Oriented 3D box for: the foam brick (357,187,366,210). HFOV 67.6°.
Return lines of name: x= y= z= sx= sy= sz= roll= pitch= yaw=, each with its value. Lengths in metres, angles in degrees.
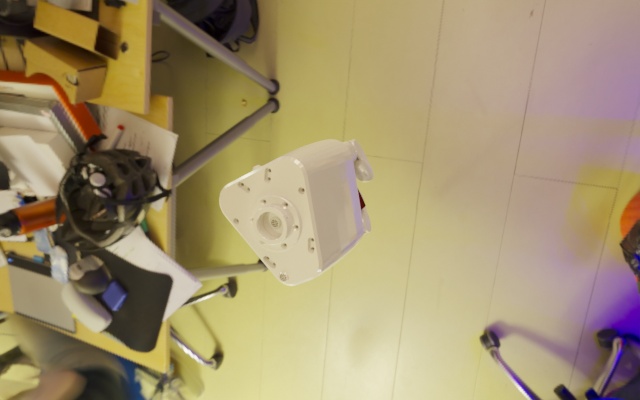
foam brick: x=0.000 y=0.002 z=0.527 sx=0.078 sy=0.053 sz=0.051 roll=-24 pitch=2 yaw=26
